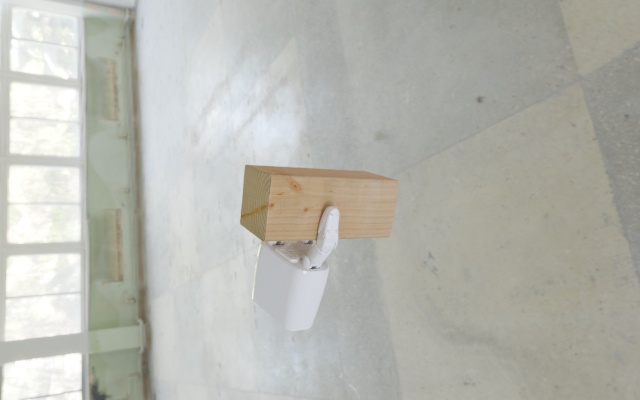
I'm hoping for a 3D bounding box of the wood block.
[{"bbox_3d":[0.000,0.003,0.689,0.206,0.090,0.091,1,13,-31],"label":"wood block"}]
